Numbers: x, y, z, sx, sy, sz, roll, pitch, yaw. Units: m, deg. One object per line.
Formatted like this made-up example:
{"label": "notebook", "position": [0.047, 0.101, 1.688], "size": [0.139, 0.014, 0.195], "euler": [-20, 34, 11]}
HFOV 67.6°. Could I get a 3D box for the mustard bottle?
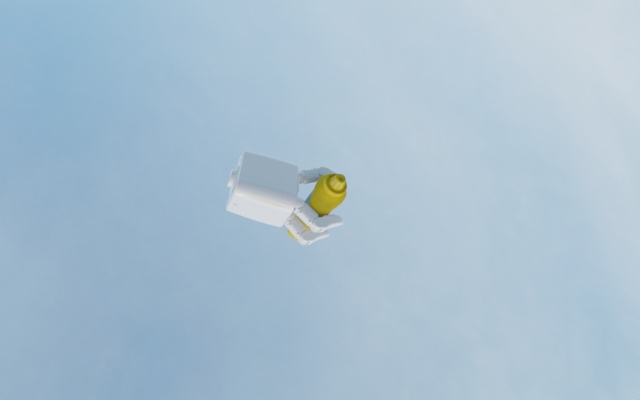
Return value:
{"label": "mustard bottle", "position": [0.000, 0.003, 0.878], "size": [0.058, 0.096, 0.192], "euler": [37, -34, -1]}
